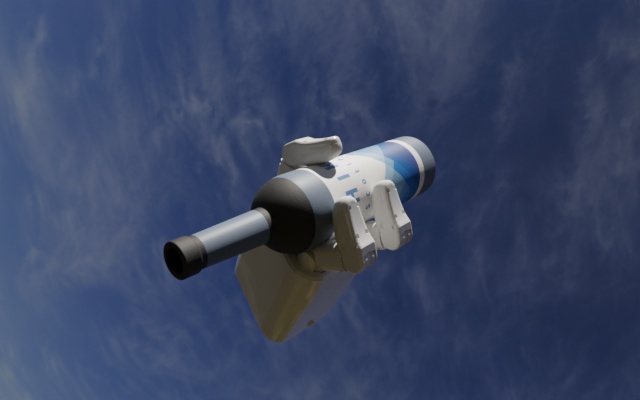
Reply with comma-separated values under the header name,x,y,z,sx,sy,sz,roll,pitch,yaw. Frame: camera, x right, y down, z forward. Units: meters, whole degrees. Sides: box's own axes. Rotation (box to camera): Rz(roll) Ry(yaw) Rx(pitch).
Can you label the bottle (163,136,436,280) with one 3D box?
name,x,y,z,sx,sy,sz,roll,pitch,yaw
bottle,0.000,0.001,0.418,0.069,0.069,0.295,0,15,43
